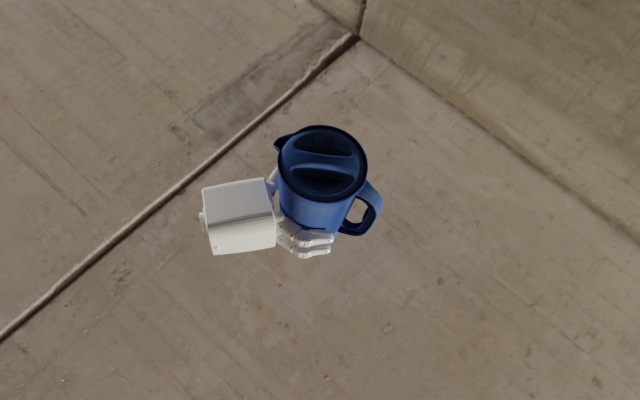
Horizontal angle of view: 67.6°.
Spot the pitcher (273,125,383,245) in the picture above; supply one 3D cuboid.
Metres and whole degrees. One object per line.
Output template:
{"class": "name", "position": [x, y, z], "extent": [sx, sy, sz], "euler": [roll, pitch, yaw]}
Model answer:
{"class": "pitcher", "position": [0.000, 0.003, 0.789], "extent": [0.145, 0.149, 0.243], "euler": [-10, -25, -12]}
